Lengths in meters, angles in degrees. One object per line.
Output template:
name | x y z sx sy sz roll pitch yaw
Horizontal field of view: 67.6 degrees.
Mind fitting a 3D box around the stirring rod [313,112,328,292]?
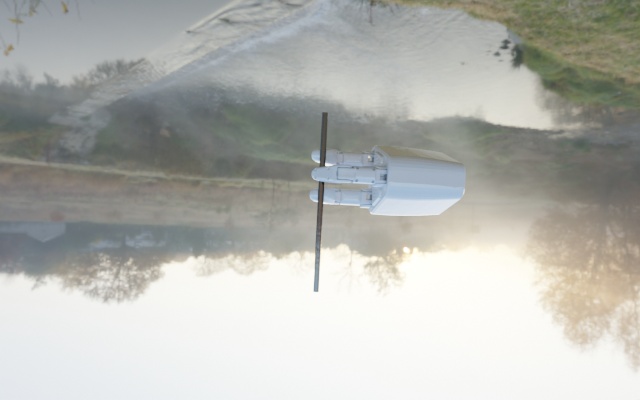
stirring rod | 0.000 0.002 0.640 0.011 0.239 0.011 3 -1 0
